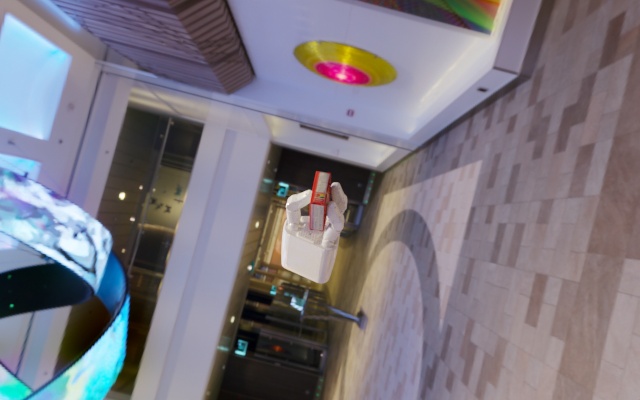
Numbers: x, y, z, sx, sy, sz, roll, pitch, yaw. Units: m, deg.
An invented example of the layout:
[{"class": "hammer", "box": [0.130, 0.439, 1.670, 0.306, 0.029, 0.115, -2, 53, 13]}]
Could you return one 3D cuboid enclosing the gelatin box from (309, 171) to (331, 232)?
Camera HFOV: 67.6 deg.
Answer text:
[{"class": "gelatin box", "box": [0.000, 0.003, 0.870, 0.030, 0.073, 0.089, 8, -36, 5]}]
